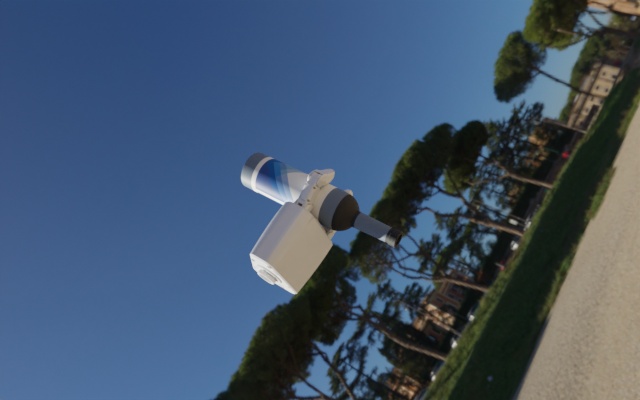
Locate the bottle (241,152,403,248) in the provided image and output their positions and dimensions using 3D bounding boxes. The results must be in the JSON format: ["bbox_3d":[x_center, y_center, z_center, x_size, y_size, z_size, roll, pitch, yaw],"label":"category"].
[{"bbox_3d":[0.000,0.002,0.796,0.295,0.069,0.069,26,11,24],"label":"bottle"}]
